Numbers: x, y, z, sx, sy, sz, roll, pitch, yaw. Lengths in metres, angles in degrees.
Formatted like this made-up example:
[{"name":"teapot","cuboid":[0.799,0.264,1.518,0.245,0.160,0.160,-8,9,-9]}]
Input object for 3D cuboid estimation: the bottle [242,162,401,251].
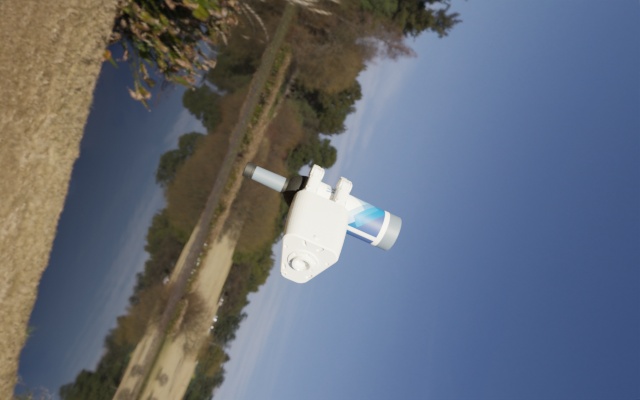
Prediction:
[{"name":"bottle","cuboid":[0.000,0.003,0.862,0.296,0.069,0.069,24,-4,-8]}]
